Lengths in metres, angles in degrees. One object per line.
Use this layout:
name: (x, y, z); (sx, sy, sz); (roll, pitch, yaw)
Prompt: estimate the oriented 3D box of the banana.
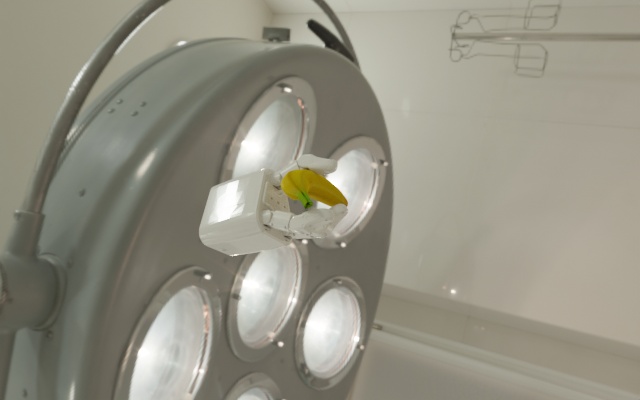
banana: (-0.011, -0.013, 0.677); (0.037, 0.069, 0.198); (-37, -11, 15)
